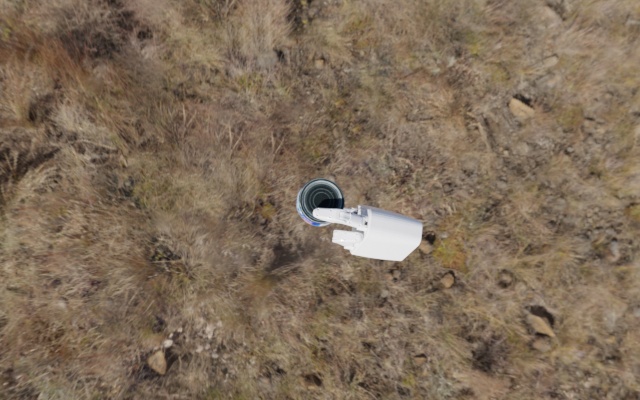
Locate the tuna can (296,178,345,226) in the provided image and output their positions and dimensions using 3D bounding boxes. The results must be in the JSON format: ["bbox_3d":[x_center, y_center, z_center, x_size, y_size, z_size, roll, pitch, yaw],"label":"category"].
[{"bbox_3d":[0.000,0.003,0.869,0.086,0.086,0.034,0,-9,-10],"label":"tuna can"}]
